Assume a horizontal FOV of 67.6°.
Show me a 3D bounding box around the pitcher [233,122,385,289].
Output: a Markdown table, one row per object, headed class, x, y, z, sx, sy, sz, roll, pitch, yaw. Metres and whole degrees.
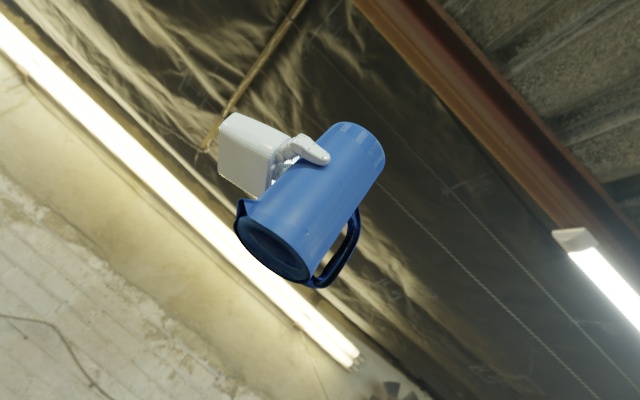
| class | x | y | z | sx | sy | sz | roll | pitch | yaw |
| --- | --- | --- | --- | --- | --- | --- | --- | --- | --- |
| pitcher | 0.000 | 0.002 | 0.718 | 0.145 | 0.242 | 0.149 | 28 | -30 | 20 |
